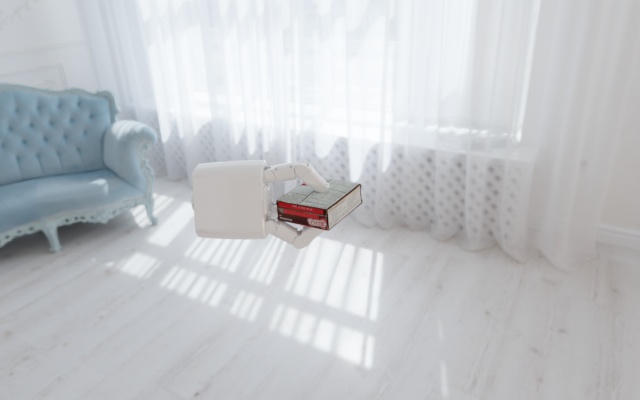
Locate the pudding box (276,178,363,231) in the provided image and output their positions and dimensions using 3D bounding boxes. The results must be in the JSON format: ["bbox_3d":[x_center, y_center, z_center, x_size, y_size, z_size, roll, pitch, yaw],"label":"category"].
[{"bbox_3d":[0.000,0.002,0.727,0.090,0.039,0.113,11,29,29],"label":"pudding box"}]
